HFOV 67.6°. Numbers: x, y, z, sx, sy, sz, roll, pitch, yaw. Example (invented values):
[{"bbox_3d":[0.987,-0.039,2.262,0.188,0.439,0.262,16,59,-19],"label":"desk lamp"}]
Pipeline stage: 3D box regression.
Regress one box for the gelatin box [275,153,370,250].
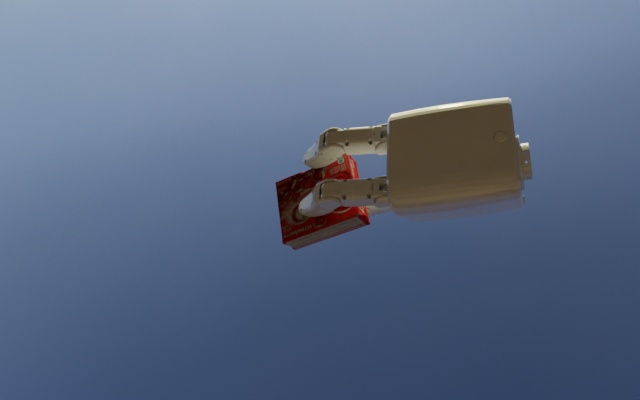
[{"bbox_3d":[0.000,0.002,0.491,0.089,0.073,0.030,-21,-30,20],"label":"gelatin box"}]
